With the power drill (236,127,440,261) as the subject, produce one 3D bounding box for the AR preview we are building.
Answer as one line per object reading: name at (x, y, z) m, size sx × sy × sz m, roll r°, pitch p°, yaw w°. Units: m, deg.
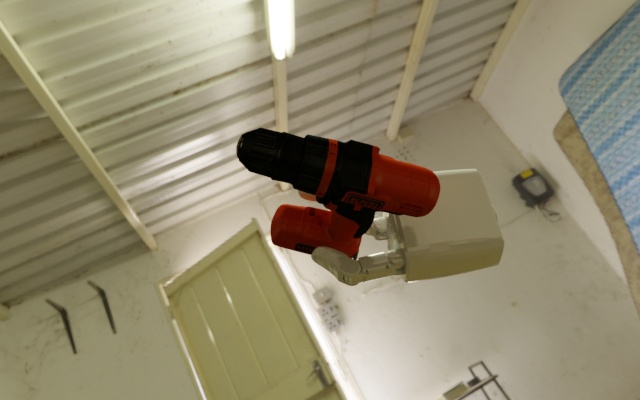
power drill at (0.000, 0.002, 0.482) m, size 0.184 × 0.057 × 0.188 m, roll 15°, pitch -25°, yaw -9°
